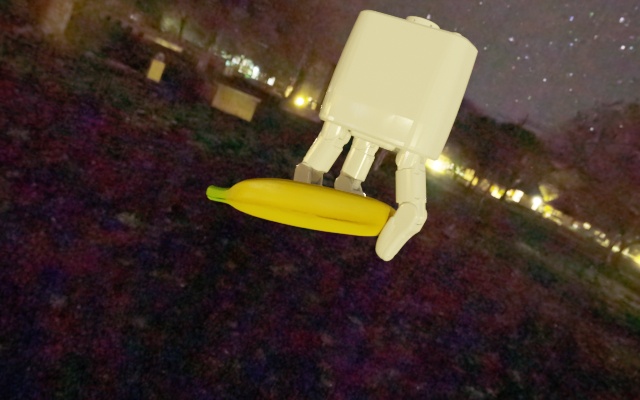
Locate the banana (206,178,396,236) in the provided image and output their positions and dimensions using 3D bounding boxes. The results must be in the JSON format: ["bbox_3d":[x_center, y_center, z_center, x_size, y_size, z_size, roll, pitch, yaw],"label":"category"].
[{"bbox_3d":[0.005,0.005,0.423,0.198,0.037,0.069,12,9,-29],"label":"banana"}]
